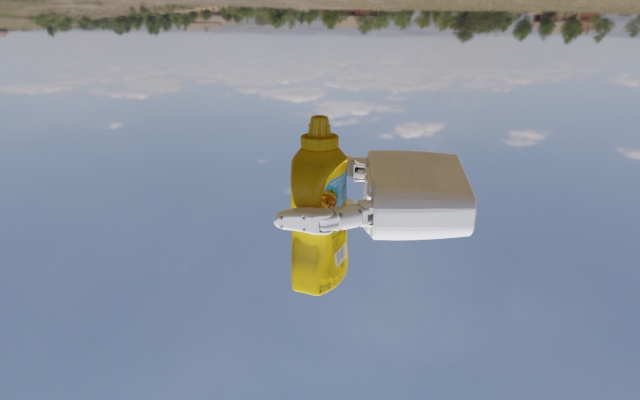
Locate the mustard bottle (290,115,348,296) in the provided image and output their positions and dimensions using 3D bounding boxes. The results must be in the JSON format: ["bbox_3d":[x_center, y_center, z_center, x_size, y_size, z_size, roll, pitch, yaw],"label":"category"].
[{"bbox_3d":[0.000,0.002,0.533,0.058,0.192,0.096,9,22,23],"label":"mustard bottle"}]
